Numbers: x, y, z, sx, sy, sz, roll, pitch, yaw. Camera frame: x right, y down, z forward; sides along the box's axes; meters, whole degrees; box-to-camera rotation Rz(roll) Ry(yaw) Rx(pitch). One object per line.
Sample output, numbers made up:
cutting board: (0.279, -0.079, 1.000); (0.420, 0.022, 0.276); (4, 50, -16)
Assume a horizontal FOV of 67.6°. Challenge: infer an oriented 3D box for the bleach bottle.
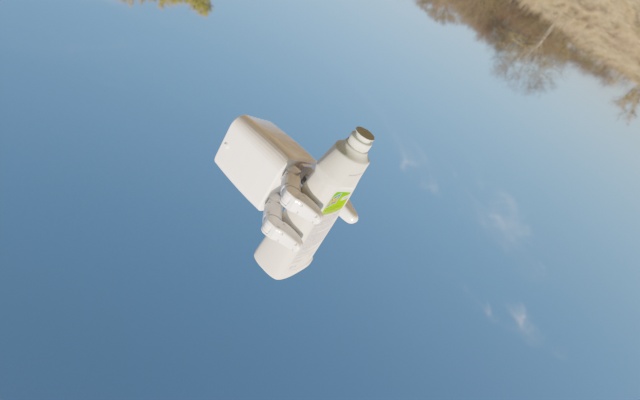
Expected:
bleach bottle: (0.000, 0.002, 0.669); (0.068, 0.251, 0.102); (44, 33, 15)
